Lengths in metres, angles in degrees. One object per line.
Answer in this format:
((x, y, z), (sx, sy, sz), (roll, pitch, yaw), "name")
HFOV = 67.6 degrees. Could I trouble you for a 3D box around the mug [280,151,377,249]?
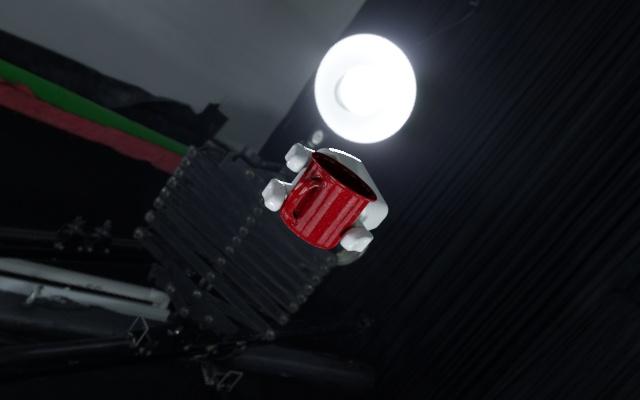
((-0.001, 0.002, 0.550), (0.093, 0.081, 0.117), (43, 17, 23), "mug")
